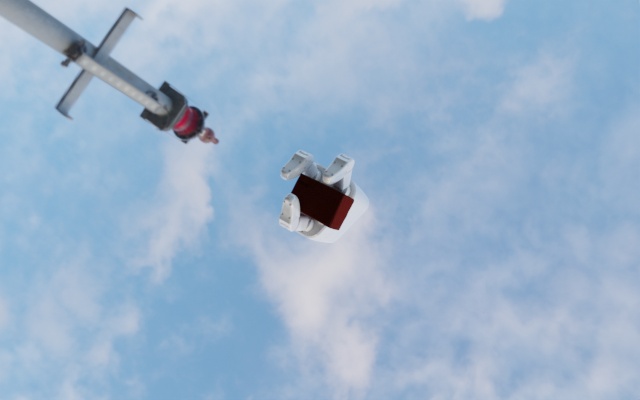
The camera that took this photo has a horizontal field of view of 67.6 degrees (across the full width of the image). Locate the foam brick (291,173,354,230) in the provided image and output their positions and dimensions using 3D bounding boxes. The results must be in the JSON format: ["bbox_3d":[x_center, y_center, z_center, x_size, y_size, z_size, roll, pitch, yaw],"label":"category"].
[{"bbox_3d":[0.000,0.002,0.690,0.078,0.053,0.051,28,1,23],"label":"foam brick"}]
